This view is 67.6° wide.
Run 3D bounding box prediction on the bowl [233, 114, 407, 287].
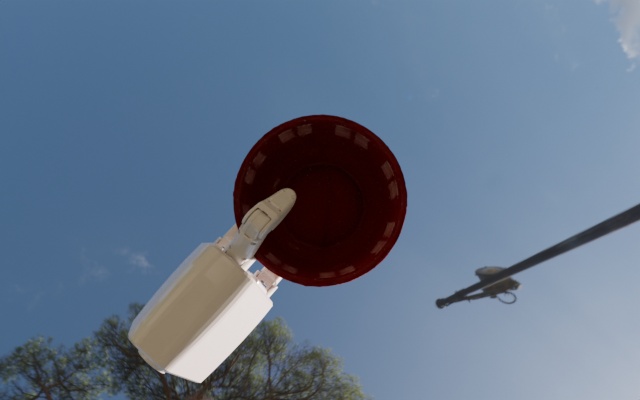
[{"bbox_3d":[0.001,0.001,0.467,0.162,0.162,0.055,0,-7,2],"label":"bowl"}]
